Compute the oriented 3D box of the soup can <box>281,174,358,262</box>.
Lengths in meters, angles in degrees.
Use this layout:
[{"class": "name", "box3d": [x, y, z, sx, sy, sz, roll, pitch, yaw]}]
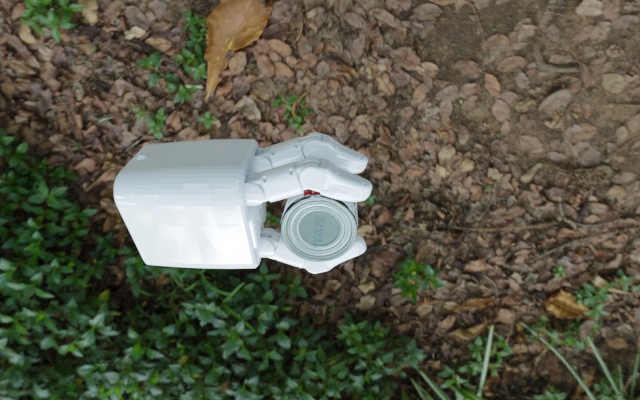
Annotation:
[{"class": "soup can", "box3d": [0.001, 0.002, 0.445, 0.068, 0.068, 0.102, 0, 29, 2]}]
